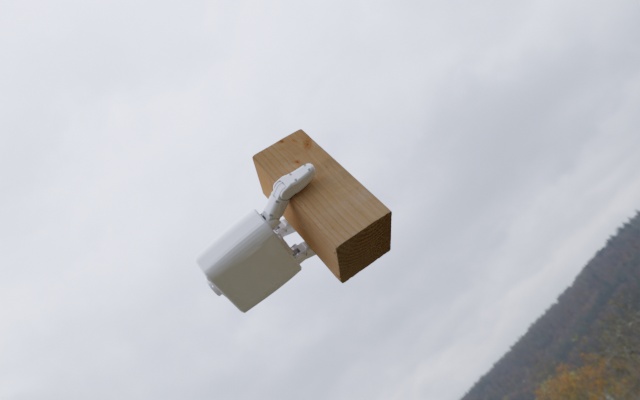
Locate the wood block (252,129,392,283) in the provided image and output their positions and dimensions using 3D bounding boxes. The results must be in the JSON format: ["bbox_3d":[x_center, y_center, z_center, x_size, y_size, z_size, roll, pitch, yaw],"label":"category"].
[{"bbox_3d":[0.000,0.002,0.674,0.090,0.091,0.206,-32,54,-18],"label":"wood block"}]
